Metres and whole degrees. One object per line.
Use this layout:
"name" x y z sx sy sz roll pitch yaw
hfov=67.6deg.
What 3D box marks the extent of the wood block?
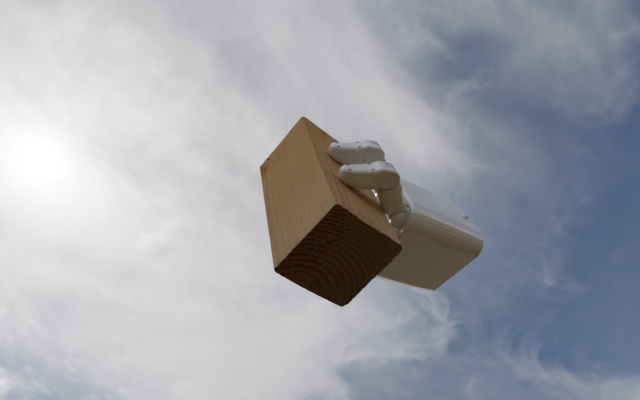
"wood block" 0.000 0.002 0.523 0.090 0.091 0.206 33 20 -26
